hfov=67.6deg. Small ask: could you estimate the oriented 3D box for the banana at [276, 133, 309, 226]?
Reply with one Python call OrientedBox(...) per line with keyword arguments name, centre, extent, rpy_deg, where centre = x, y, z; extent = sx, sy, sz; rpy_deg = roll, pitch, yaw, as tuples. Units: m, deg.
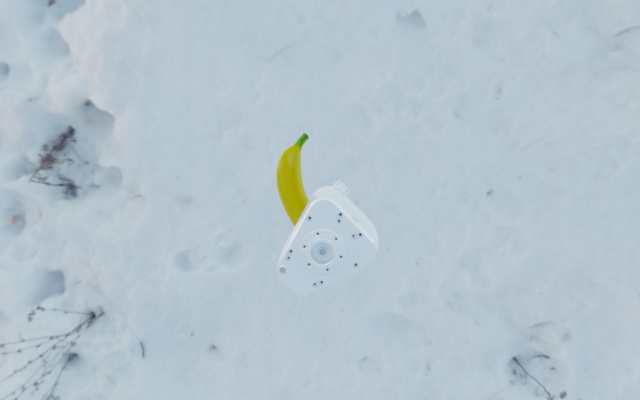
OrientedBox(name="banana", centre=(-0.019, 0.005, 0.691), extent=(0.069, 0.198, 0.037), rpy_deg=(-20, 3, 4))
